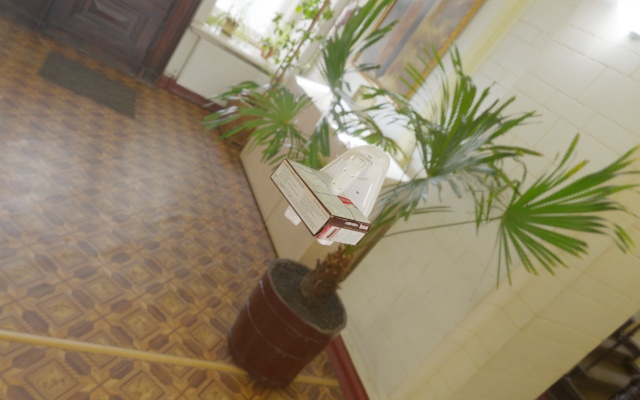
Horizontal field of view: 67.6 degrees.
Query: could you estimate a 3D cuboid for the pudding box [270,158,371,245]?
[{"bbox_3d":[0.000,0.002,0.598,0.090,0.039,0.113,14,28,-51],"label":"pudding box"}]
